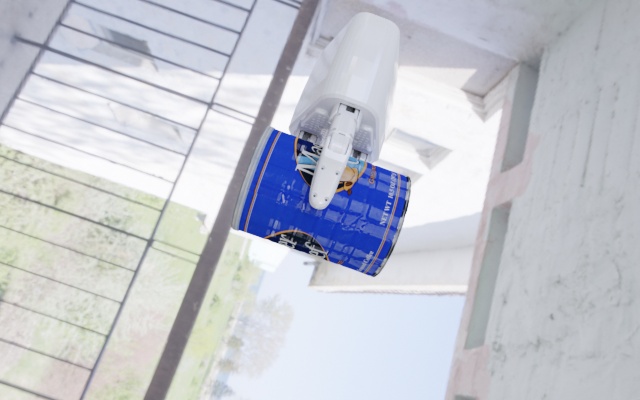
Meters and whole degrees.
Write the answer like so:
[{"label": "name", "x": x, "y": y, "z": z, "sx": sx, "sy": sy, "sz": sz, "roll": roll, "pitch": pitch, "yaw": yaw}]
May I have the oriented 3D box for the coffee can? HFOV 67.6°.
[{"label": "coffee can", "x": 0.000, "y": 0.002, "z": 0.450, "sx": 0.140, "sy": 0.103, "sz": 0.103, "roll": 19, "pitch": -1, "yaw": -3}]
